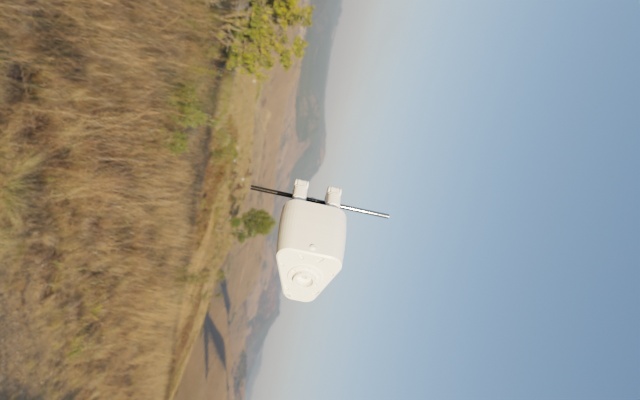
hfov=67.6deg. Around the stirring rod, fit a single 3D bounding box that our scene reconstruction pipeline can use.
[{"bbox_3d":[0.000,0.003,0.813,0.239,0.011,0.011,12,-1,-5],"label":"stirring rod"}]
